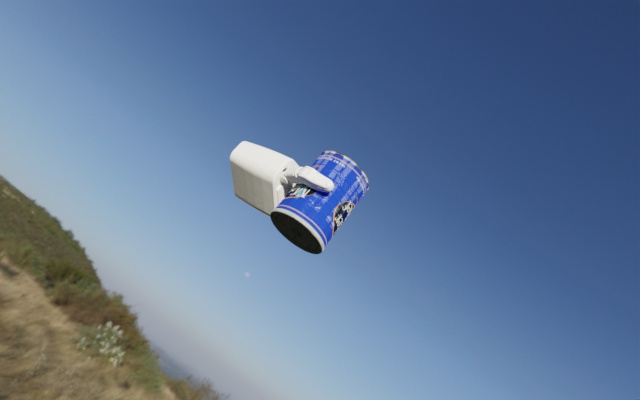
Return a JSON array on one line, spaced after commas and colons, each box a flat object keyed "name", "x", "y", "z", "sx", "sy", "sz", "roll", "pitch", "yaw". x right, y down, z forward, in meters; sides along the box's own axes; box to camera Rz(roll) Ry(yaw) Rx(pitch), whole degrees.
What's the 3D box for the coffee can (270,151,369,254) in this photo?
[{"name": "coffee can", "x": 0.000, "y": 0.003, "z": 0.785, "sx": 0.103, "sy": 0.140, "sz": 0.103, "roll": 31, "pitch": -25, "yaw": 17}]
